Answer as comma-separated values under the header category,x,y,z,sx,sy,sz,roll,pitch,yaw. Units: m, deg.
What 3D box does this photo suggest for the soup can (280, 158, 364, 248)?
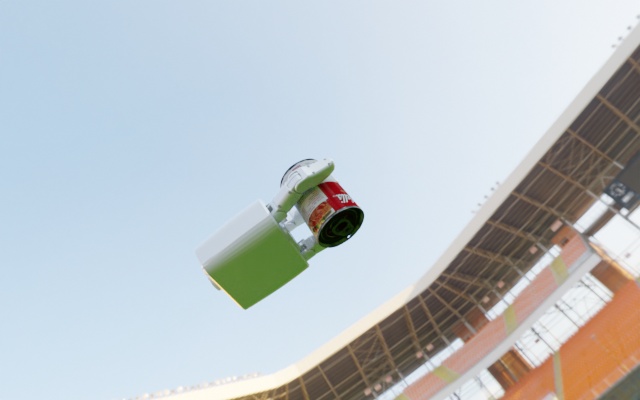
category,x,y,z,sx,sy,sz,roll,pitch,yaw
soup can,0.000,0.001,0.613,0.068,0.068,0.102,0,40,-42
